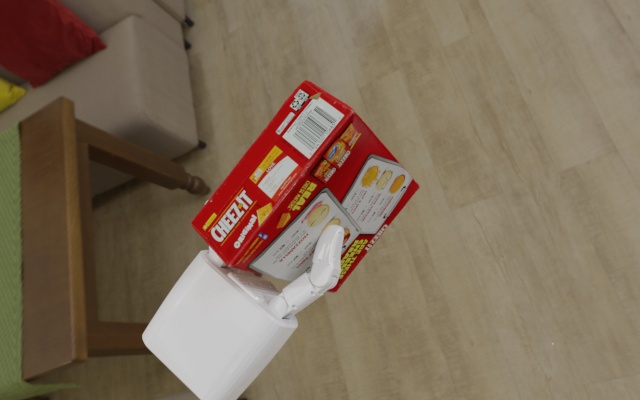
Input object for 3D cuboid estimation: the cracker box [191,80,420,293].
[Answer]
[{"bbox_3d":[0.000,0.002,0.484,0.072,0.164,0.214,41,5,29],"label":"cracker box"}]
